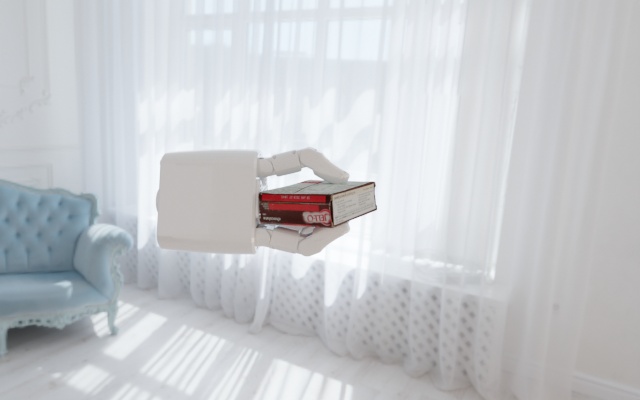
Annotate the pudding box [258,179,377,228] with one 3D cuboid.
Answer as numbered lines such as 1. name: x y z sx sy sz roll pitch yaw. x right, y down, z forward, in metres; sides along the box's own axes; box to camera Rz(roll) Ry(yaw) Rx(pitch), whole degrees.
1. pudding box: 0.000 0.002 0.526 0.090 0.039 0.113 3 12 30
